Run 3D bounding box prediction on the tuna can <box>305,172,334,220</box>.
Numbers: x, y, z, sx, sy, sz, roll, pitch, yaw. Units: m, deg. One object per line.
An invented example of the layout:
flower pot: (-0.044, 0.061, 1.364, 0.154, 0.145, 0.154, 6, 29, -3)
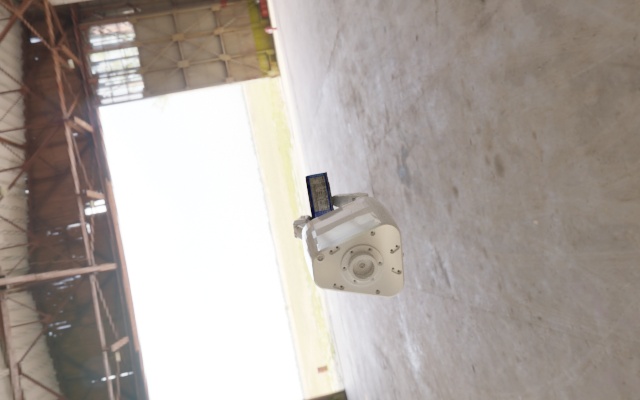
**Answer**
tuna can: (0.000, 0.002, 0.702, 0.034, 0.086, 0.086, -10, 0, -1)
